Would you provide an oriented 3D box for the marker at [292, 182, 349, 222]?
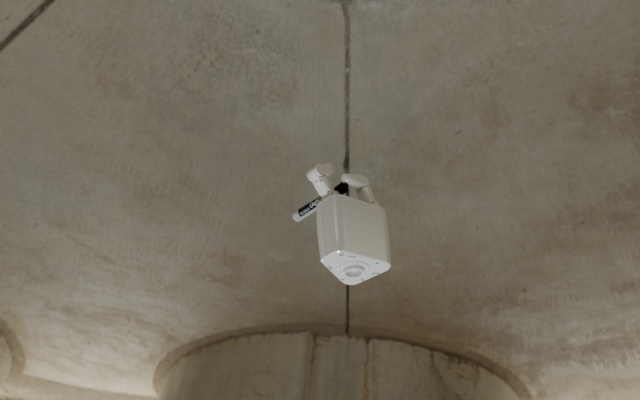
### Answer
[{"bbox_3d":[0.000,0.003,0.801,0.121,0.020,0.020,-32,-19,33],"label":"marker"}]
